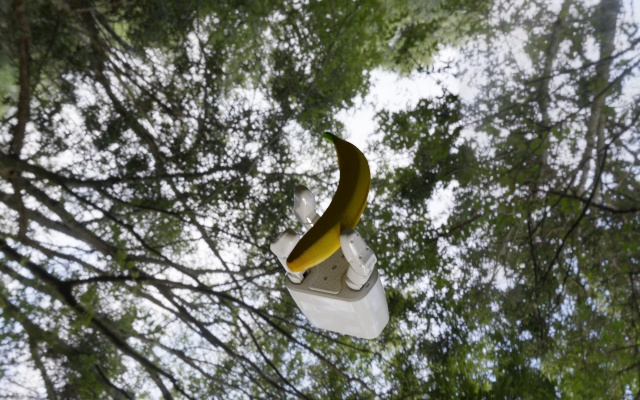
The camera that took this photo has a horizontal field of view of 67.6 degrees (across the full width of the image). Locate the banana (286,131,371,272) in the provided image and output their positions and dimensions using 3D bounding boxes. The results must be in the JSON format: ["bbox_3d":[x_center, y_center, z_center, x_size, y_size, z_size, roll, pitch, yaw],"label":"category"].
[{"bbox_3d":[0.019,0.000,0.538,0.069,0.197,0.037,2,-39,18],"label":"banana"}]
